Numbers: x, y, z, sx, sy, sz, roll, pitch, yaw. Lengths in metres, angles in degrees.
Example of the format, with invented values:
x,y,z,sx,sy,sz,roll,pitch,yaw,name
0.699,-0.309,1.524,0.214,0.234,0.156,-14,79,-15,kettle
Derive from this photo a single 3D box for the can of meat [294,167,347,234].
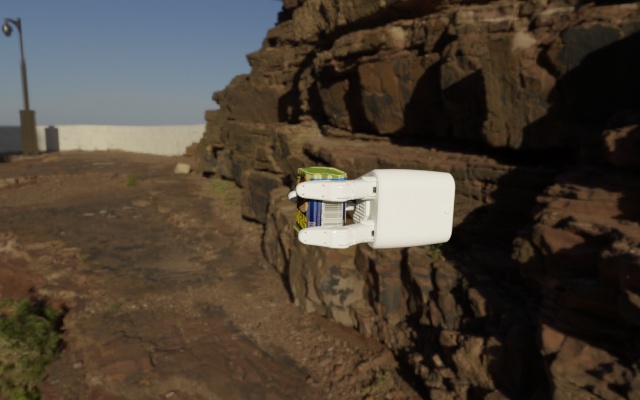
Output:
x,y,z,sx,sy,sz,roll,pitch,yaw,name
0.000,0.002,0.618,0.057,0.084,0.102,0,9,-13,can of meat
